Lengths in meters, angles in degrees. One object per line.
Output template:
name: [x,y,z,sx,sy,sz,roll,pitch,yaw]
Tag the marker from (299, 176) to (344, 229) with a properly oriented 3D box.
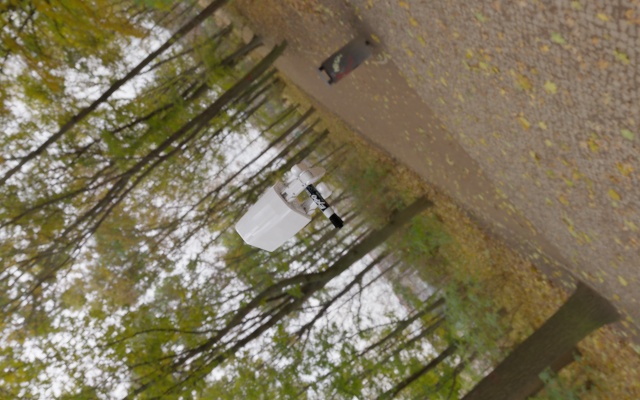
marker: [0.000,0.003,0.862,0.020,0.121,0.020,-38,-12,-10]
